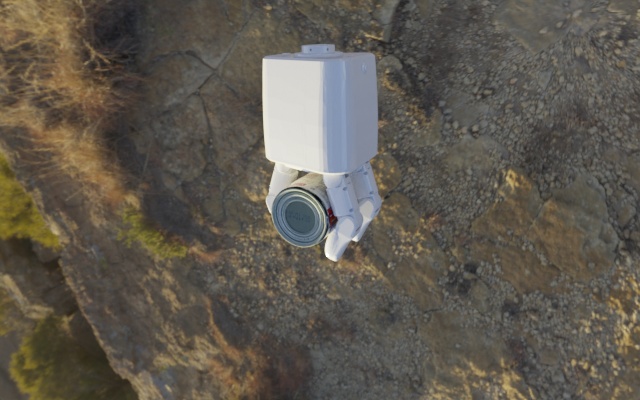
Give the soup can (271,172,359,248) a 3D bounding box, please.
[{"bbox_3d":[0.000,0.002,0.527,0.068,0.068,0.102,0,19,28],"label":"soup can"}]
